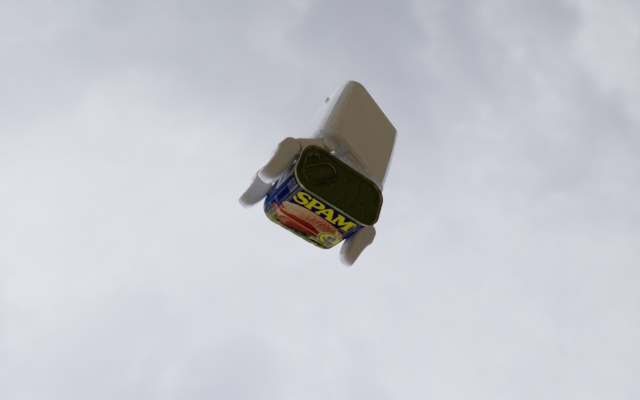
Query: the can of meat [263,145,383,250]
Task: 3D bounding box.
[{"bbox_3d":[0.000,0.002,0.509,0.102,0.057,0.084,32,-39,-16],"label":"can of meat"}]
